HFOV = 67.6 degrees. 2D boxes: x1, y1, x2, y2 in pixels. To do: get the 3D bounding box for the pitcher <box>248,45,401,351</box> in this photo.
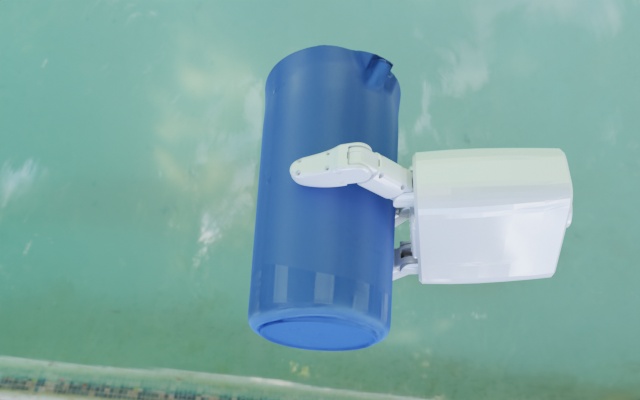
[{"bbox_3d":[0.000,0.001,0.422,0.145,0.242,0.149,-2,-30,12],"label":"pitcher"}]
